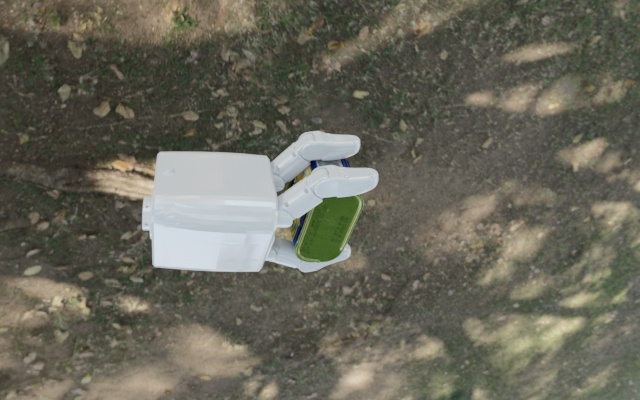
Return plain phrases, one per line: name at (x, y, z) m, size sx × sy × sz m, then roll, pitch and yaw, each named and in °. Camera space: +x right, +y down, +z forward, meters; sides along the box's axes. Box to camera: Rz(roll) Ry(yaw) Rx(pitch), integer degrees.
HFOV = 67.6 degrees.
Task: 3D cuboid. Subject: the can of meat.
can of meat at (0.000, 0.002, 0.494) m, size 0.057 × 0.102 × 0.084 m, roll 7°, pitch 37°, yaw -19°
